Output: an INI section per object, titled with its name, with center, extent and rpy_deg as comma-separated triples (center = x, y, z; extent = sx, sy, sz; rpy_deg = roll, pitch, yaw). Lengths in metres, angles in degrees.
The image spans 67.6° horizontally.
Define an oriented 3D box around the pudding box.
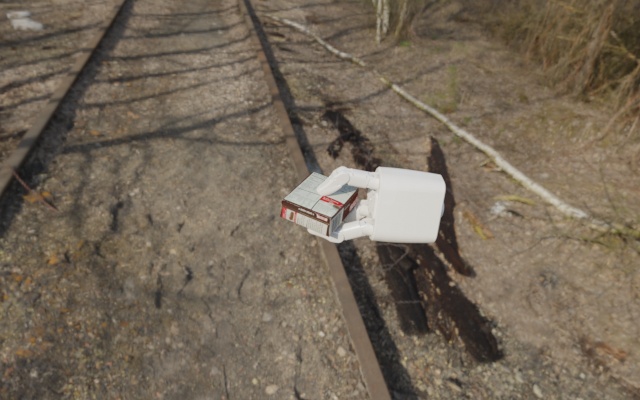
[pudding box]
center = 0.000, 0.002, 0.777
extent = 0.090, 0.039, 0.113
rpy_deg = 21, 34, 18
